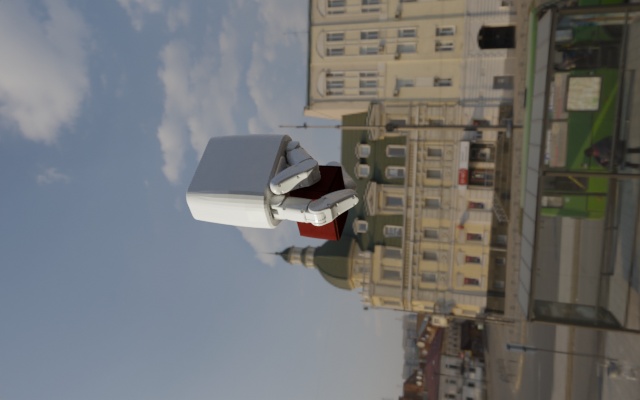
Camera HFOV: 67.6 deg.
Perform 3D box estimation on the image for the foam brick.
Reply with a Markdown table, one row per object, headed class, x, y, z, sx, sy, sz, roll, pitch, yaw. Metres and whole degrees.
| class | x | y | z | sx | sy | sz | roll | pitch | yaw |
| --- | --- | --- | --- | --- | --- | --- | --- | --- | --- |
| foam brick | 0.000 | 0.002 | 0.581 | 0.051 | 0.078 | 0.053 | 3 | 40 | 18 |
